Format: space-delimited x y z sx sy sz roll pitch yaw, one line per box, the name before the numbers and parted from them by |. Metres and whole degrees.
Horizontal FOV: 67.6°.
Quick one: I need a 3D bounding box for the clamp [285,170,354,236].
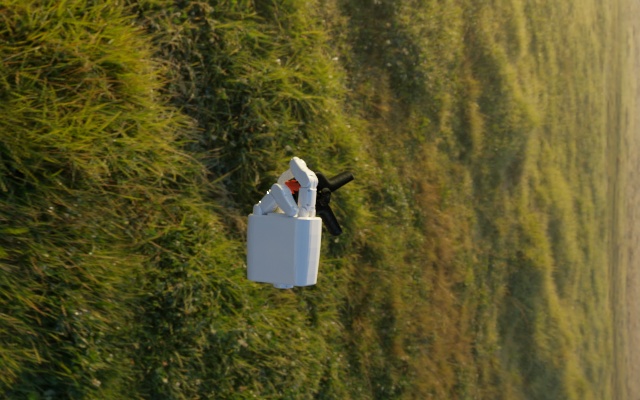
clamp | 0.001 0.003 0.823 0.039 0.120 0.171 2 -1 39
